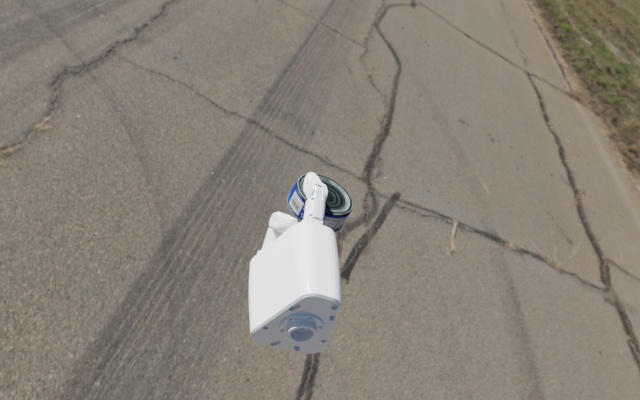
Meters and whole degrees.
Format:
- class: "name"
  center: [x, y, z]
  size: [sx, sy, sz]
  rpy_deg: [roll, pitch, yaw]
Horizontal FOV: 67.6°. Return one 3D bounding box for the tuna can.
- class: "tuna can"
  center: [0.000, 0.002, 0.647]
  size: [0.086, 0.034, 0.086]
  rpy_deg: [20, 34, -14]
